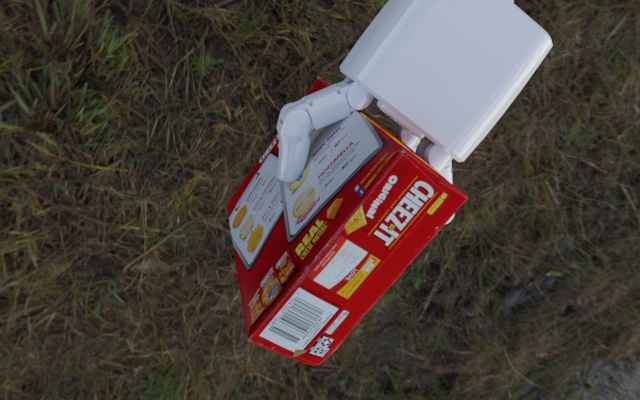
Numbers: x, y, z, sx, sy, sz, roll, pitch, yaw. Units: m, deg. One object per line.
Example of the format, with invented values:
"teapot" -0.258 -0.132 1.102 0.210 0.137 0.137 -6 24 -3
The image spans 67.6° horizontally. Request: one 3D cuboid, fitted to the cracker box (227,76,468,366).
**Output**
"cracker box" 0.000 0.001 0.401 0.072 0.164 0.213 32 14 -26
